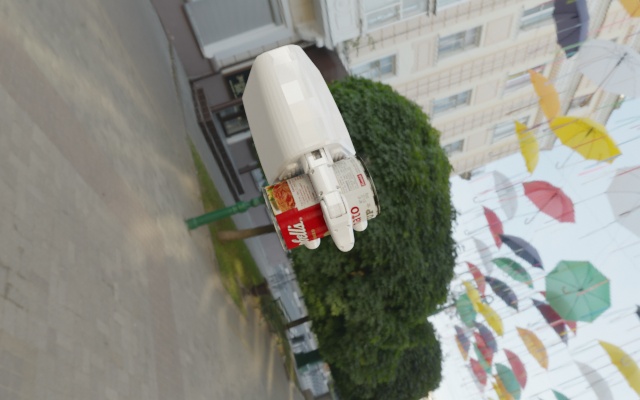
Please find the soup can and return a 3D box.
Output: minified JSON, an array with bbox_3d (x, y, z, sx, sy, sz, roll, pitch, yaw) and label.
[{"bbox_3d":[0.001,0.002,0.480,0.102,0.068,0.068,-20,2,-4],"label":"soup can"}]
